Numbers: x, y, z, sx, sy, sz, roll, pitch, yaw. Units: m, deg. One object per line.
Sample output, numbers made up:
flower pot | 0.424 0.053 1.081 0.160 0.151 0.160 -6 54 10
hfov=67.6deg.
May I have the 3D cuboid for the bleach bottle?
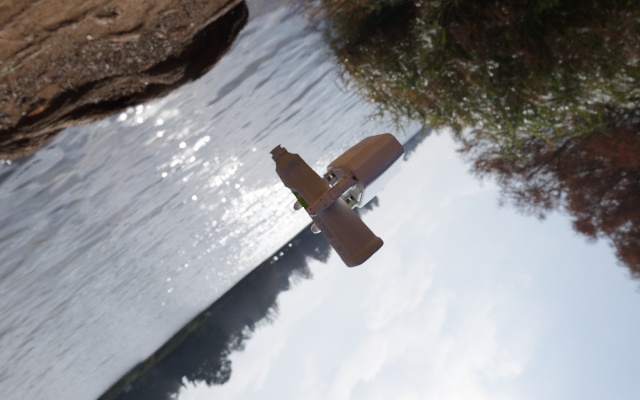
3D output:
bleach bottle | 0.000 0.003 0.843 0.068 0.251 0.102 -39 -1 -17
